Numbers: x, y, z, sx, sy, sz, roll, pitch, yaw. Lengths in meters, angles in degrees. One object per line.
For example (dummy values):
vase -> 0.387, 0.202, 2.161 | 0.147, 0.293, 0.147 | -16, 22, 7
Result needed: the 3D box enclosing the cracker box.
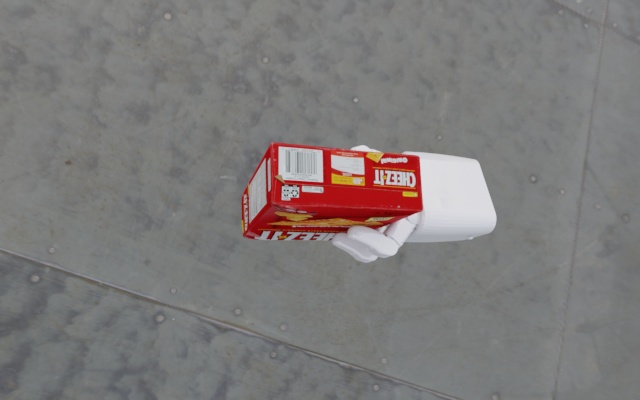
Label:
cracker box -> 0.000, 0.002, 0.577 | 0.164, 0.072, 0.214 | 3, -14, -16
